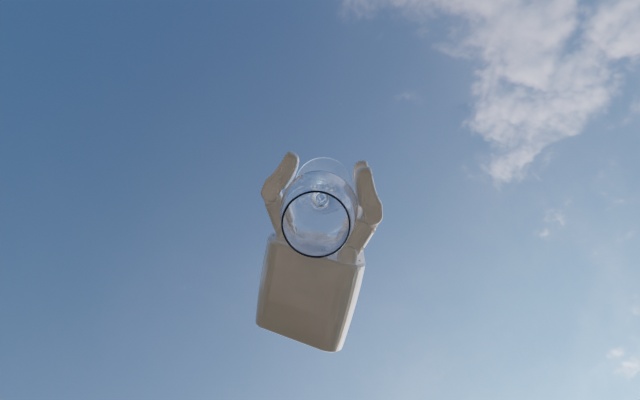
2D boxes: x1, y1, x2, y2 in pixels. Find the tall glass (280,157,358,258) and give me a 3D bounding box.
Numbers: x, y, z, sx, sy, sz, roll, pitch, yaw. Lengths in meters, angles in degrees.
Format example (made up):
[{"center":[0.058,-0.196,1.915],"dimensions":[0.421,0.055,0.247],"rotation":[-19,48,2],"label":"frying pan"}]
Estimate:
[{"center":[0.000,0.001,0.516],"dimensions":[0.079,0.079,0.201],"rotation":[0,11,2],"label":"tall glass"}]
